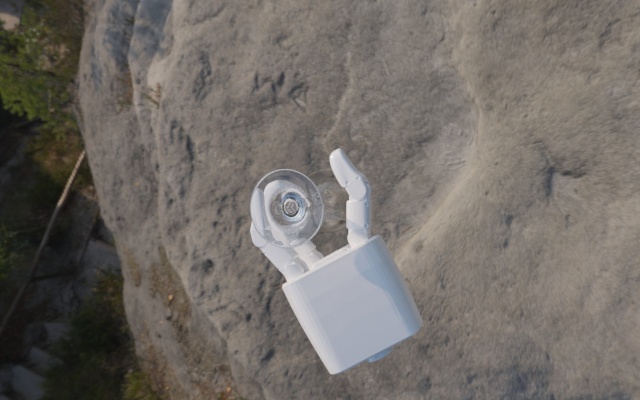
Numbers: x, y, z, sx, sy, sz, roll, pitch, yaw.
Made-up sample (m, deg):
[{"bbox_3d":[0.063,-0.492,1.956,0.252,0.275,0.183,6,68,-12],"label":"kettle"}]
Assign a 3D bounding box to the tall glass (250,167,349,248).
[{"bbox_3d":[0.000,0.002,0.536,0.079,0.079,0.201,0,4,19],"label":"tall glass"}]
